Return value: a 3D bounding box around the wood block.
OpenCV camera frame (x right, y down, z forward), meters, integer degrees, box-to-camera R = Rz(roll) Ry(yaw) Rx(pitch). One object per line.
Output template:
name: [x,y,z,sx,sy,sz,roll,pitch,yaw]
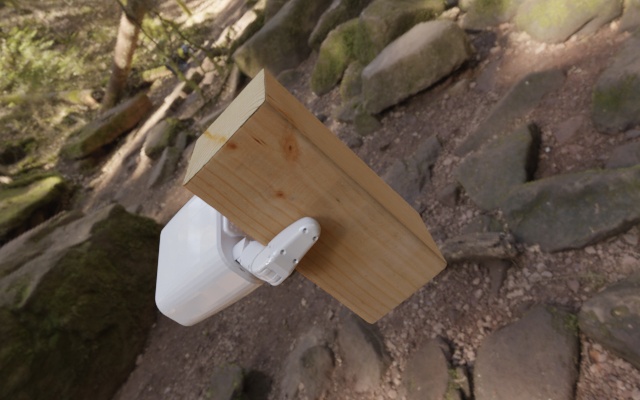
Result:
wood block: [0.000,0.002,0.406,0.206,0.090,0.090,40,18,-24]
